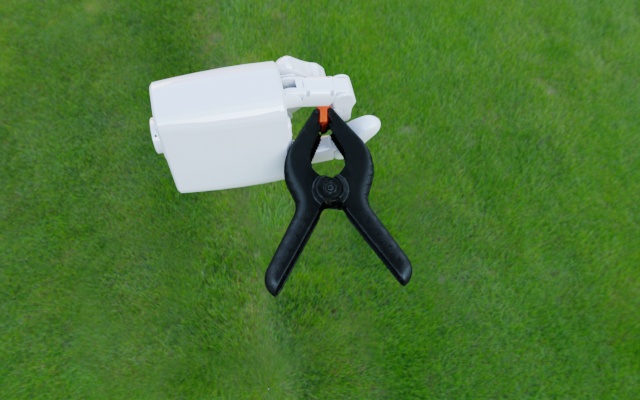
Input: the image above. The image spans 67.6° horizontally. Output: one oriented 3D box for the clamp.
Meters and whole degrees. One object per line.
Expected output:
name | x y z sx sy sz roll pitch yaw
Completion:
clamp | 0.000 0.001 0.411 0.120 0.171 0.039 -11 -20 -8
